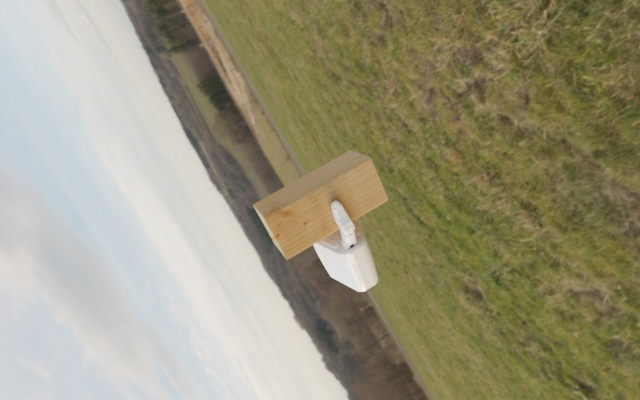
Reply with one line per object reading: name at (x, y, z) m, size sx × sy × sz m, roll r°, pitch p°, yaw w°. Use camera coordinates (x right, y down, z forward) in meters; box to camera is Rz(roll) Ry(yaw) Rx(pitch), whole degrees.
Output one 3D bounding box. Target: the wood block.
wood block at (0.000, 0.003, 0.837) m, size 0.206 × 0.090 × 0.090 m, roll -30°, pitch 23°, yaw -11°
